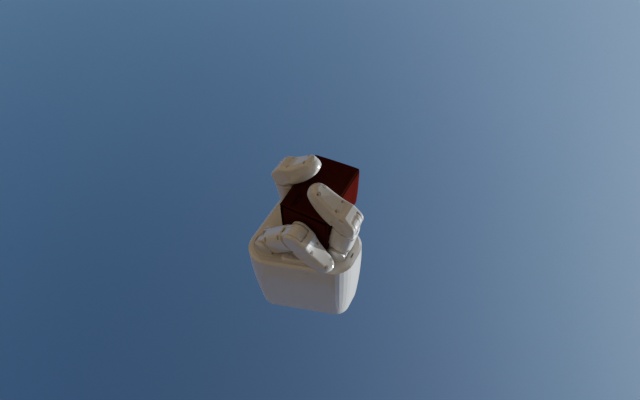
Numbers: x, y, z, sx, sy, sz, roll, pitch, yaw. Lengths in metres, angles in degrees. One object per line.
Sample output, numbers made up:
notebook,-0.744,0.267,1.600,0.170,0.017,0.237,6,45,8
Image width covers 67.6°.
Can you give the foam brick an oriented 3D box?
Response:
foam brick,0.000,0.001,0.492,0.053,0.078,0.051,22,-35,18
